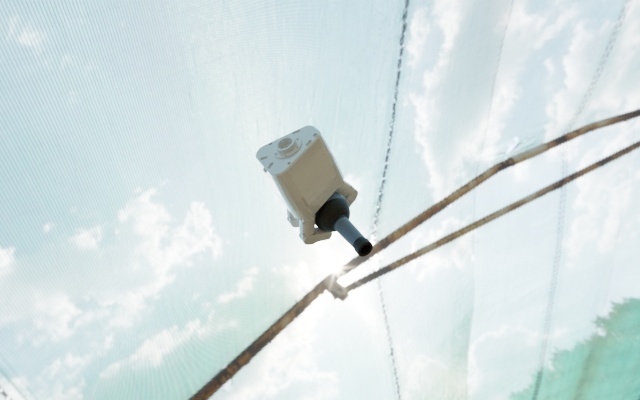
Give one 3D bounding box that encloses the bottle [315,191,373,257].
[{"bbox_3d":[0.000,0.003,0.839,0.069,0.069,0.295,0,30,-33],"label":"bottle"}]
